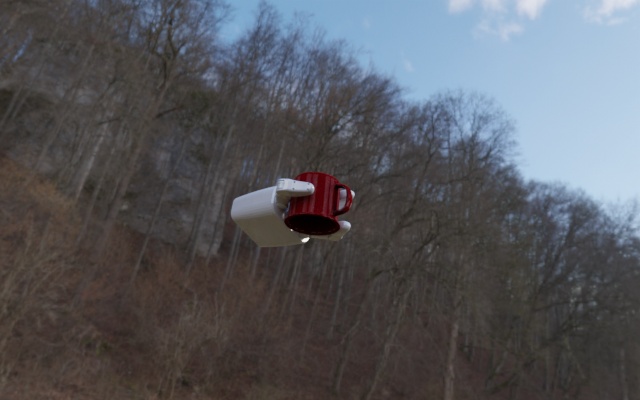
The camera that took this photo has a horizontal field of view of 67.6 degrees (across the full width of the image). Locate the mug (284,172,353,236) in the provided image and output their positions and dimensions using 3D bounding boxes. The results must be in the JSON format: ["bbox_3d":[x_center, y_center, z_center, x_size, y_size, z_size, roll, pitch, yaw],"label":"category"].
[{"bbox_3d":[0.001,0.002,0.794,0.117,0.081,0.093,-11,-30,34],"label":"mug"}]
